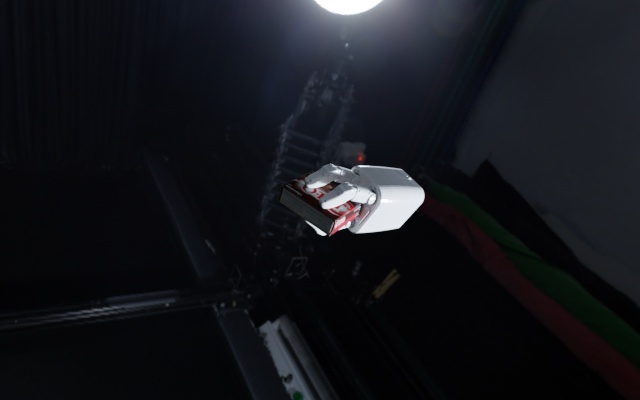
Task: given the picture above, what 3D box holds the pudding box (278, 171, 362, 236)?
[{"bbox_3d":[0.000,0.003,0.796,0.113,0.039,0.090,31,33,21],"label":"pudding box"}]
